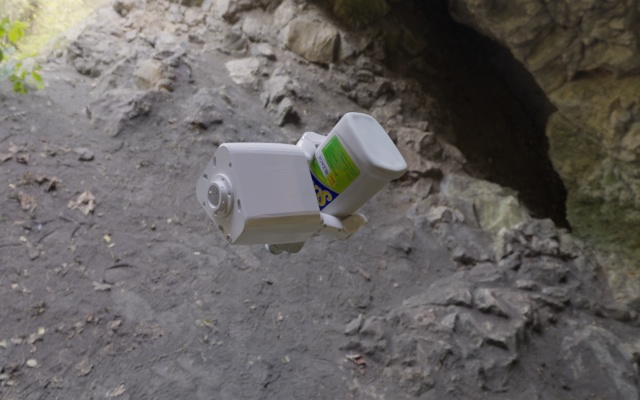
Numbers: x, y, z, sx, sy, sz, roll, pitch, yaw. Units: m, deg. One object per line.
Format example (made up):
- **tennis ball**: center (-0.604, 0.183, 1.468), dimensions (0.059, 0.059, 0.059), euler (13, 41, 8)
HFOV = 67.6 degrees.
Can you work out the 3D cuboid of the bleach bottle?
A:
- **bleach bottle**: center (0.000, 0.002, 0.646), dimensions (0.068, 0.102, 0.251), euler (-3, -35, -44)
